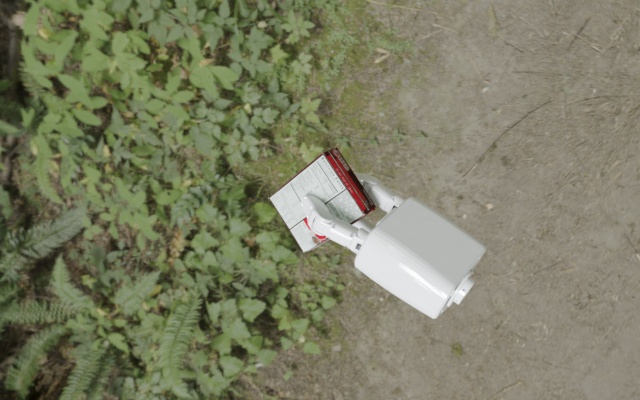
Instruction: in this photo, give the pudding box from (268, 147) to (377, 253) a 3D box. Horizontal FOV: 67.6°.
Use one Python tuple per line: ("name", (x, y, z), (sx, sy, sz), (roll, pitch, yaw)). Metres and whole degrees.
("pudding box", (0.000, 0.002, 0.593), (0.113, 0.090, 0.039), (-36, -6, 34))
